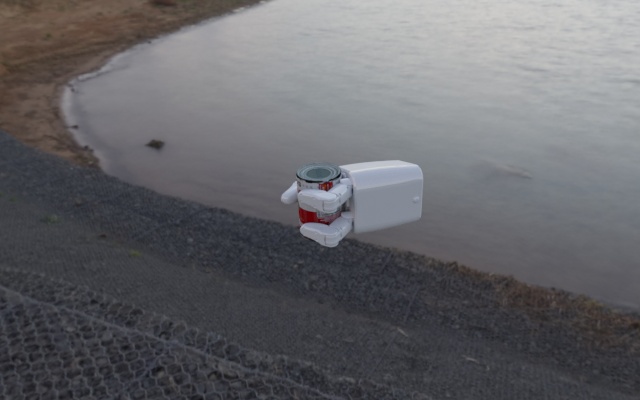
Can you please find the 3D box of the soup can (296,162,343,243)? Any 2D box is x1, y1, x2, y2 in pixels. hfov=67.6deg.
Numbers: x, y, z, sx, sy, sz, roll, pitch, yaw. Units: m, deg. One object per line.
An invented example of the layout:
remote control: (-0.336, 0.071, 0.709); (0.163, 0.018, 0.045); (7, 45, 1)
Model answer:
soup can: (0.000, 0.002, 0.712); (0.068, 0.102, 0.068); (-2, 28, 1)
